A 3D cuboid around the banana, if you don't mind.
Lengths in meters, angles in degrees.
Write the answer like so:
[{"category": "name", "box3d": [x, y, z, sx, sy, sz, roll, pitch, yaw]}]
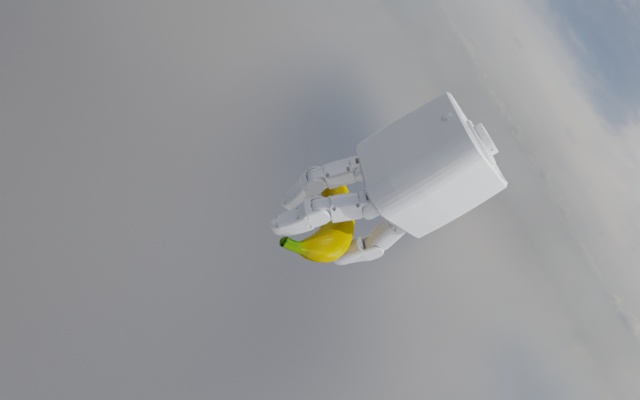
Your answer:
[{"category": "banana", "box3d": [0.011, 0.017, 0.547, 0.037, 0.069, 0.197, -33, 14, 24]}]
